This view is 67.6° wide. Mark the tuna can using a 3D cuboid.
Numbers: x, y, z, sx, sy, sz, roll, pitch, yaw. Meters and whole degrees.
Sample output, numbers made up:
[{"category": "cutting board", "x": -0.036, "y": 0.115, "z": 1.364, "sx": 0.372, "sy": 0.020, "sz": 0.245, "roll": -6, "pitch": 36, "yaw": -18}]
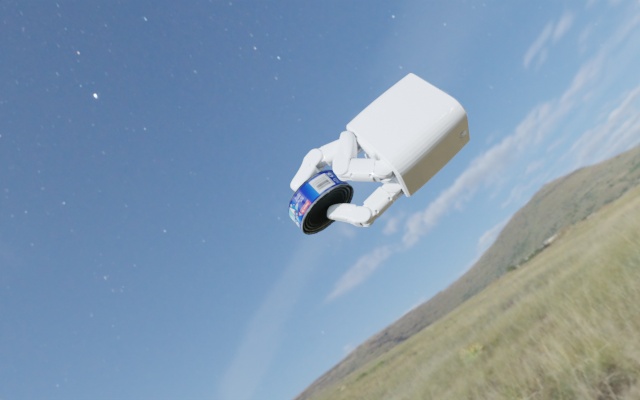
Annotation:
[{"category": "tuna can", "x": 0.000, "y": 0.002, "z": 0.618, "sx": 0.033, "sy": 0.086, "sz": 0.086, "roll": 46, "pitch": 24, "yaw": 25}]
